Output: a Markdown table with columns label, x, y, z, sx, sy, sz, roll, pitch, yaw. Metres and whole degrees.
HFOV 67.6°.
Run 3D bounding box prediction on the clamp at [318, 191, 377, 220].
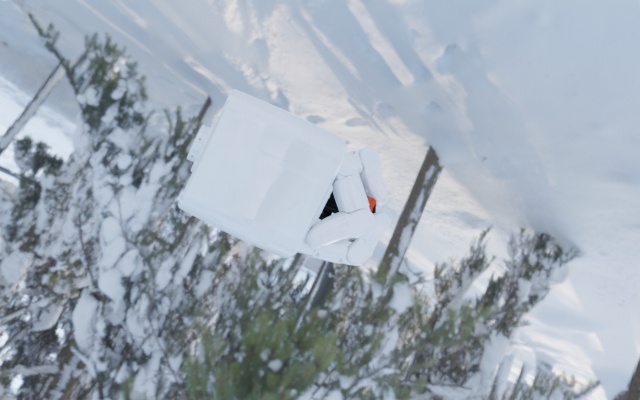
| label | x | y | z | sx | sy | sz | roll | pitch | yaw |
| --- | --- | --- | --- | --- | --- | --- | --- | --- | --- |
| clamp | 0.000 | 0.002 | 0.527 | 0.120 | 0.039 | 0.171 | 24 | -12 | -14 |
